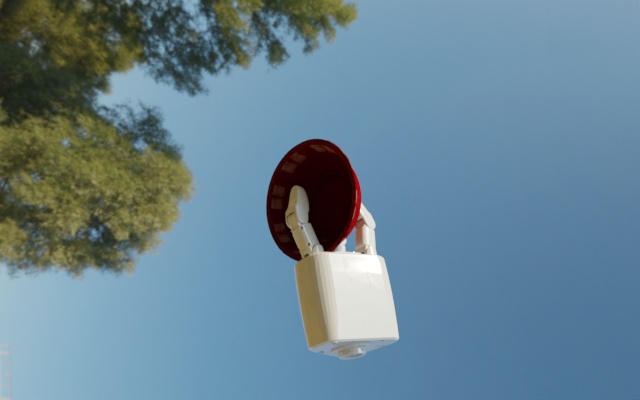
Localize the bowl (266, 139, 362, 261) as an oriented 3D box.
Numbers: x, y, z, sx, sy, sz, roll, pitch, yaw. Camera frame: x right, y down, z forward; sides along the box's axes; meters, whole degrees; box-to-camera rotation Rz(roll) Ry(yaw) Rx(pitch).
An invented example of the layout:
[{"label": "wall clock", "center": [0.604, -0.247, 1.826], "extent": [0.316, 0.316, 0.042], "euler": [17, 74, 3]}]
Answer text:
[{"label": "bowl", "center": [0.000, 0.001, 0.639], "extent": [0.162, 0.162, 0.055], "euler": [0, -6, 42]}]
